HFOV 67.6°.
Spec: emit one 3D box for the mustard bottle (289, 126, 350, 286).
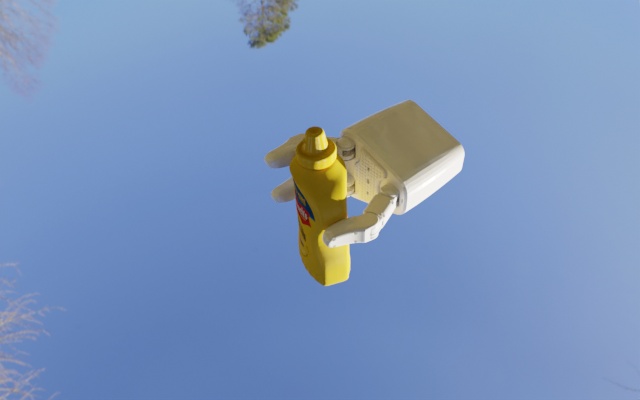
[{"bbox_3d":[0.000,0.002,0.530,0.058,0.192,0.096,-13,44,-10],"label":"mustard bottle"}]
